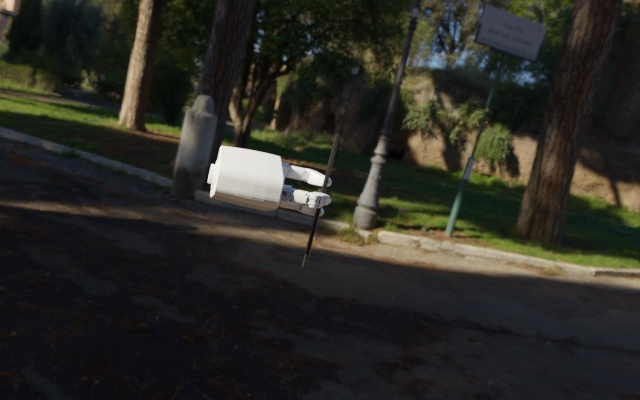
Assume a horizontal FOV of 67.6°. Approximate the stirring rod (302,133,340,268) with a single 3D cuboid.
[{"bbox_3d":[0.000,0.003,0.824,0.011,0.239,0.011,14,10,-3],"label":"stirring rod"}]
